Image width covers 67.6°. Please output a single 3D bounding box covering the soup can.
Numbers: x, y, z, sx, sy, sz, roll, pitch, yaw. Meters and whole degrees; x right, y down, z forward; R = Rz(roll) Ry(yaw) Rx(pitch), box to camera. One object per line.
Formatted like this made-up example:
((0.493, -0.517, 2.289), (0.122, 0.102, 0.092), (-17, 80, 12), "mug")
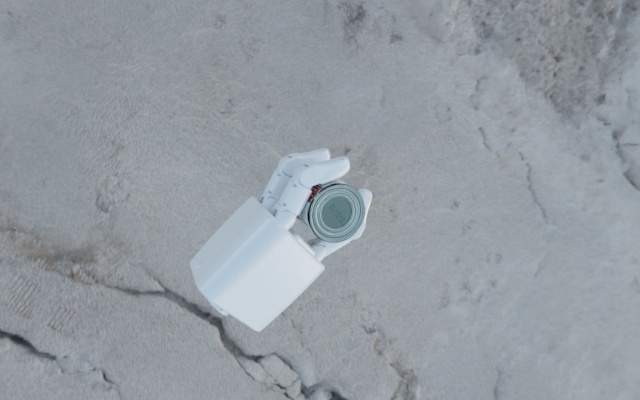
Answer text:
((0.001, 0.002, 0.550), (0.068, 0.068, 0.102), (0, 14, -22), "soup can")
